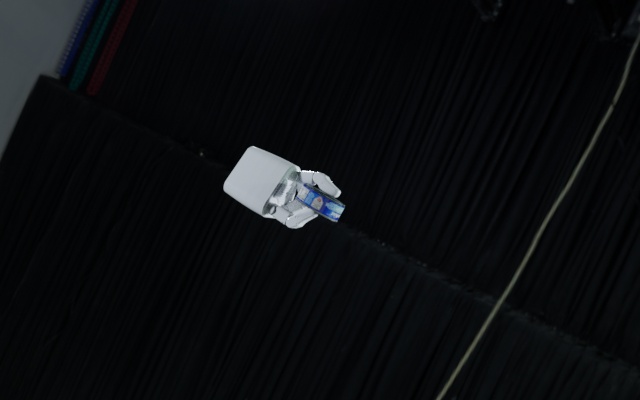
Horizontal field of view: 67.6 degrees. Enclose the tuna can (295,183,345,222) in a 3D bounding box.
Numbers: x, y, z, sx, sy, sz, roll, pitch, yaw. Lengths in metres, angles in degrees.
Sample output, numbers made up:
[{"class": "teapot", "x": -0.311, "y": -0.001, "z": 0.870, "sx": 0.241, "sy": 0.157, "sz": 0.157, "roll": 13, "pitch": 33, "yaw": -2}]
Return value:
[{"class": "tuna can", "x": 0.000, "y": 0.002, "z": 0.849, "sx": 0.086, "sy": 0.034, "sz": 0.086, "roll": 29, "pitch": 4, "yaw": -2}]
